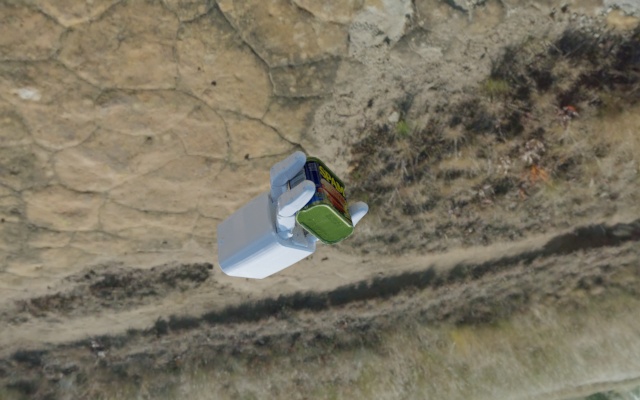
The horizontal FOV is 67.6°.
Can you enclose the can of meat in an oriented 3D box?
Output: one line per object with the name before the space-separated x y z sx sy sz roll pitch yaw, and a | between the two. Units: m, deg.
can of meat | 0.000 0.002 0.665 0.057 0.084 0.102 -29 -42 19
